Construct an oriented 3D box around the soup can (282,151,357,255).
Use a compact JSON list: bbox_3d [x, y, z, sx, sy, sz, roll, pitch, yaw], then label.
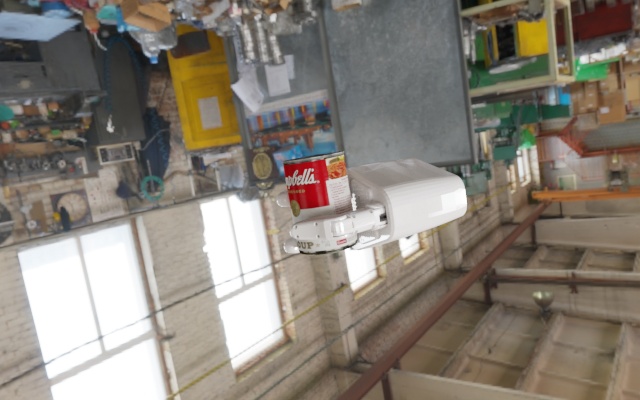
[{"bbox_3d":[0.000,0.002,0.521,0.068,0.102,0.068,-9,7,1],"label":"soup can"}]
